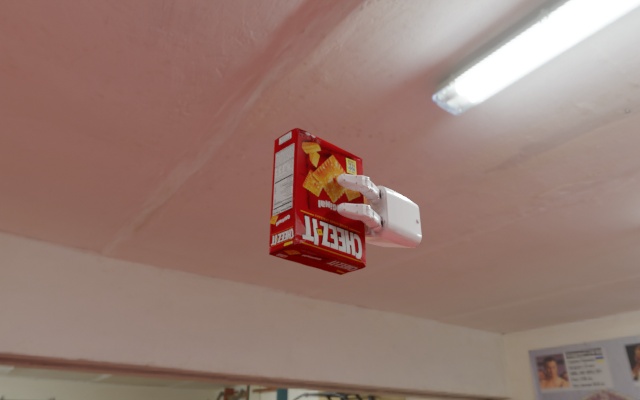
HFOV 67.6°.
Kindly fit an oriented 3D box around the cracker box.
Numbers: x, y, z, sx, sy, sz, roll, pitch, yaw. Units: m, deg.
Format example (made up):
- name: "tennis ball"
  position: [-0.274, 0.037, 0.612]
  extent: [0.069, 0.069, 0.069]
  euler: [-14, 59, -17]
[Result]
- name: "cracker box"
  position: [0.000, 0.003, 0.817]
  extent: [0.164, 0.213, 0.072]
  euler: [22, -33, -38]
